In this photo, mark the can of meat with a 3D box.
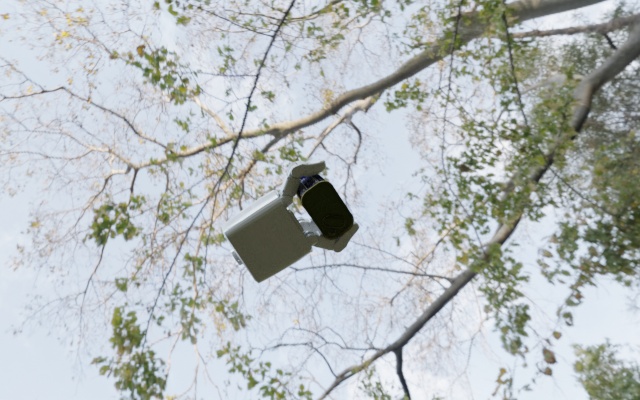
[{"bbox_3d":[0.000,0.002,0.785,0.057,0.102,0.084,-36,28,-2],"label":"can of meat"}]
